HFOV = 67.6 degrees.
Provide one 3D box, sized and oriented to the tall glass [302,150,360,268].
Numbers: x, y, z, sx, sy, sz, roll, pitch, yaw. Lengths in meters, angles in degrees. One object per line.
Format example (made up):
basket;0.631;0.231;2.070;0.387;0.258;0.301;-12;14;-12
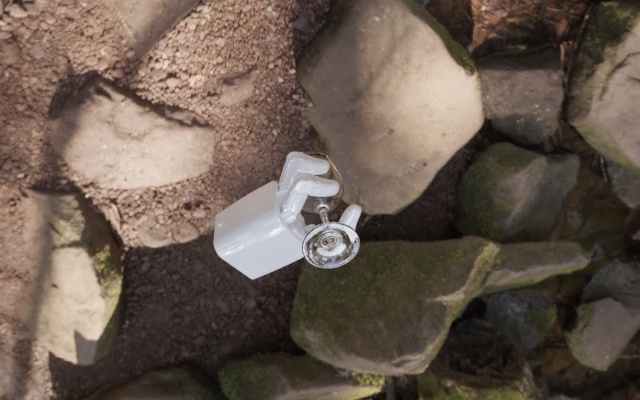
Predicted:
tall glass;0.000;0.003;0.683;0.079;0.079;0.201;0;34;-9
